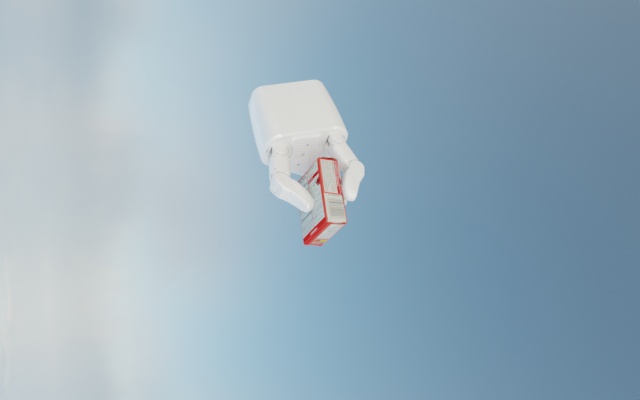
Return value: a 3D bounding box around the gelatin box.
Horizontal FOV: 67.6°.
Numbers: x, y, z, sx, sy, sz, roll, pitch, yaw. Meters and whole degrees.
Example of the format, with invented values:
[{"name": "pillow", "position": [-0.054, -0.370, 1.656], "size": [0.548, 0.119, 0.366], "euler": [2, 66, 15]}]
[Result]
[{"name": "gelatin box", "position": [0.000, 0.002, 0.589], "size": [0.030, 0.089, 0.073], "euler": [5, -28, -25]}]
